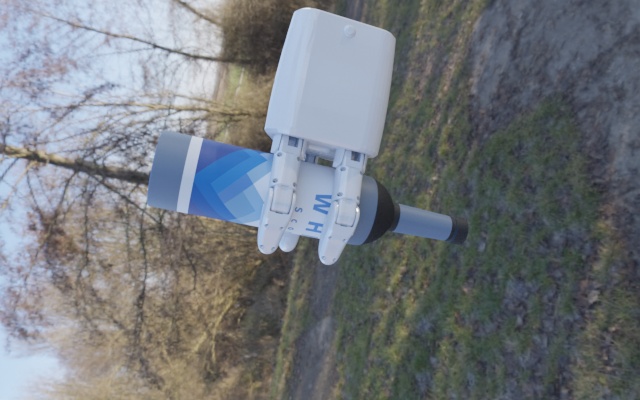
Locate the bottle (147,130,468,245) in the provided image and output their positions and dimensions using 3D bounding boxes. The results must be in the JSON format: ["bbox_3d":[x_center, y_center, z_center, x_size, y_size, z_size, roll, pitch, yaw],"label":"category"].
[{"bbox_3d":[0.000,0.001,0.441,0.296,0.069,0.069,12,-3,-13],"label":"bottle"}]
